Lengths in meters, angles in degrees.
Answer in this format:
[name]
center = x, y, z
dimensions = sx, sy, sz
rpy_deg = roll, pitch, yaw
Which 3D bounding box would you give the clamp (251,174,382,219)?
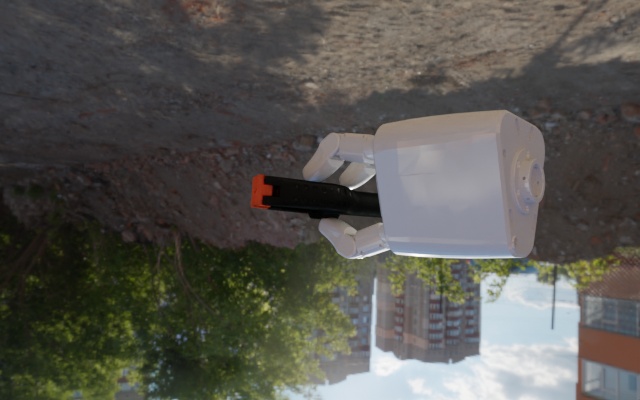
[clamp]
center = 0.000, 0.002, 0.497
dimensions = 0.164, 0.036, 0.210
rpy_deg = -2, -6, 44
